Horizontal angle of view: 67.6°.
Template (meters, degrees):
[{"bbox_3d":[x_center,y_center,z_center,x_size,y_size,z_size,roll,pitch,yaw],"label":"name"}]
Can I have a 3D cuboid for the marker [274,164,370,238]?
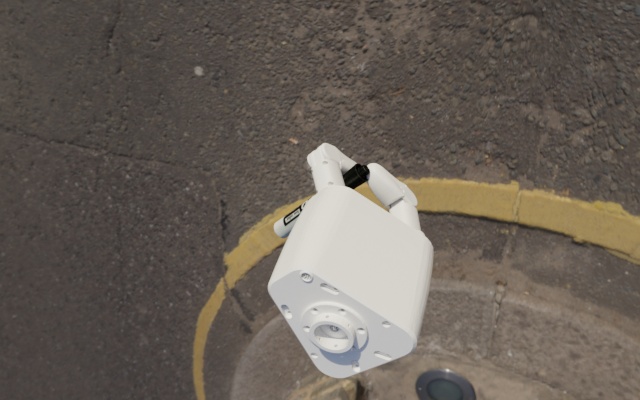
[{"bbox_3d":[0.000,0.001,0.457,0.121,0.020,0.020,-35,-21,33],"label":"marker"}]
